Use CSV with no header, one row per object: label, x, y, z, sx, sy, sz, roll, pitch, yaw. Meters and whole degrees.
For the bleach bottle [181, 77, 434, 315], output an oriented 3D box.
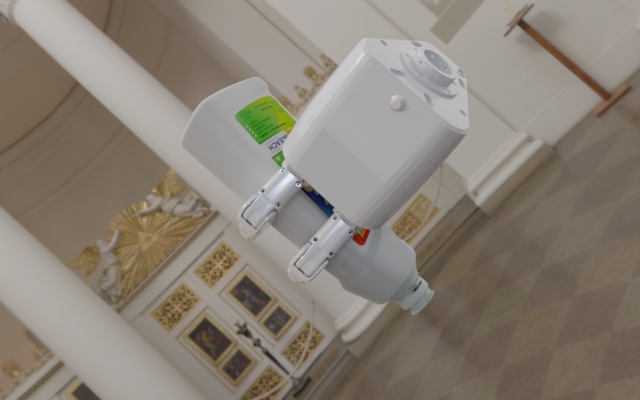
bleach bottle,0.000,0.001,0.428,0.068,0.251,0.102,-50,-3,37
